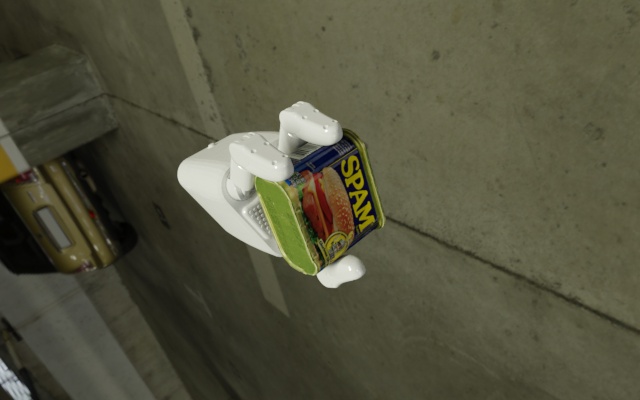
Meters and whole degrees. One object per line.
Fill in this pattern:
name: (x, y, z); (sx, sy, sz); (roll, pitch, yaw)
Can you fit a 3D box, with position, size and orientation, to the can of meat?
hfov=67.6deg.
can of meat: (0.000, 0.002, 0.408); (0.084, 0.102, 0.057); (-35, 31, -28)
